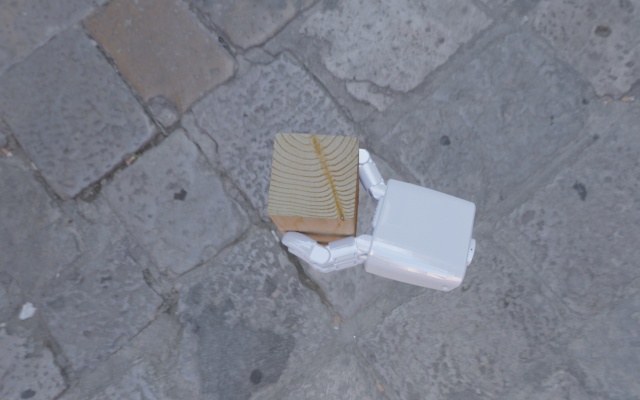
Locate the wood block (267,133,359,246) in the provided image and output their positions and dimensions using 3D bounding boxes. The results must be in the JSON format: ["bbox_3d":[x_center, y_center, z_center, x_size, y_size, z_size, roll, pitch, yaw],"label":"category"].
[{"bbox_3d":[0.001,0.002,0.580,0.090,0.090,0.206,4,-16,5],"label":"wood block"}]
